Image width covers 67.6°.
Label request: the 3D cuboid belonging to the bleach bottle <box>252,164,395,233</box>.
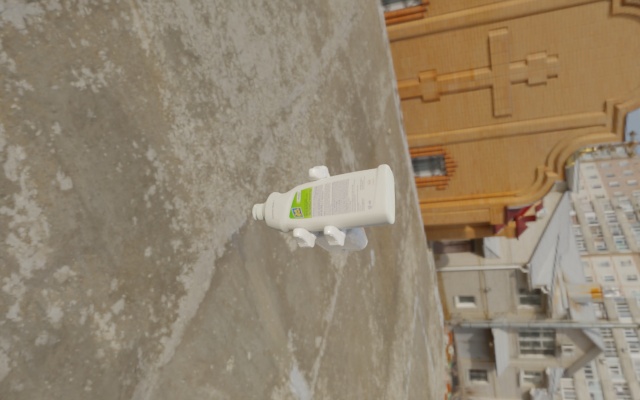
[{"bbox_3d":[0.000,0.003,0.835,0.251,0.102,0.068,-5,-24,19],"label":"bleach bottle"}]
